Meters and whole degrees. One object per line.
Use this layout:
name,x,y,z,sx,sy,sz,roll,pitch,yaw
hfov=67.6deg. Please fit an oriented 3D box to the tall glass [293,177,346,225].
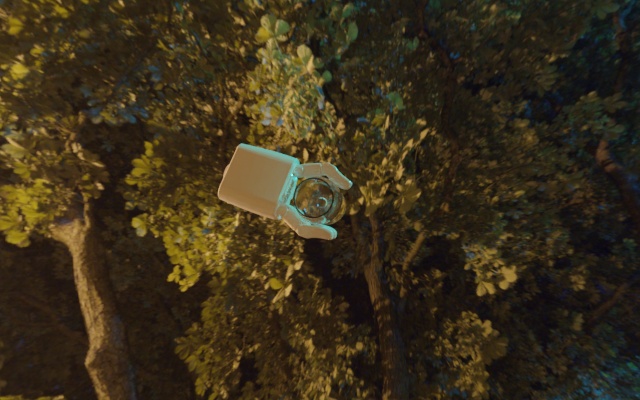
tall glass,0.000,0.003,0.816,0.079,0.079,0.201,0,-4,6
